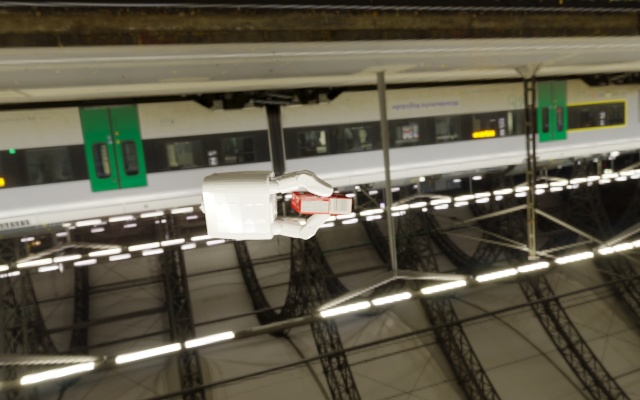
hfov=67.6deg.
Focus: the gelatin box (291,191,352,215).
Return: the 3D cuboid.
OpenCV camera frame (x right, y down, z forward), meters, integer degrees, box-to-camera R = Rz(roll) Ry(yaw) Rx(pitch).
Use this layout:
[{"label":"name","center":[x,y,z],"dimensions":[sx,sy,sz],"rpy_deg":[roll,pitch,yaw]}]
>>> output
[{"label":"gelatin box","center":[0.000,0.003,0.794],"dimensions":[0.089,0.030,0.073],"rpy_deg":[2,8,-13]}]
